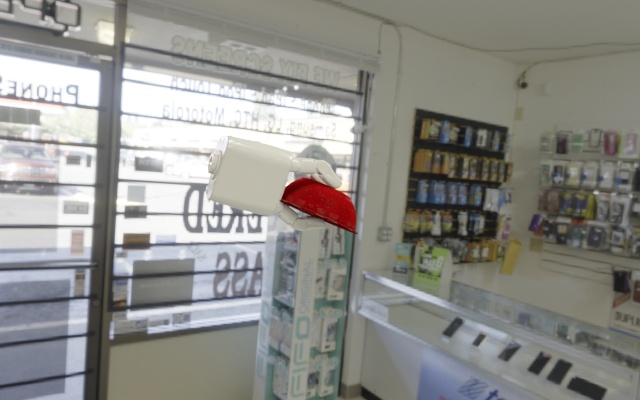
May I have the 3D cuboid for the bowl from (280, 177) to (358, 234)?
[{"bbox_3d":[0.001,0.003,0.829,0.162,0.055,0.162,24,-4,2],"label":"bowl"}]
